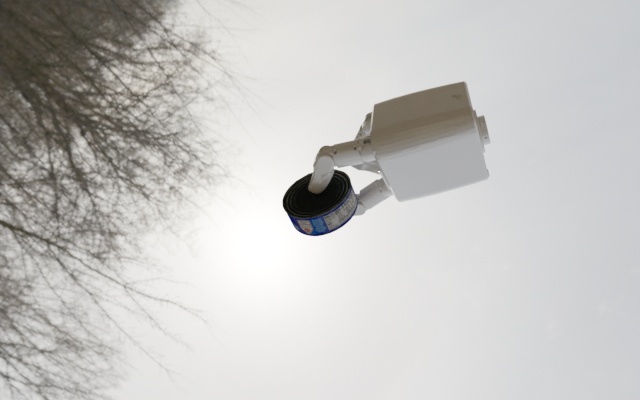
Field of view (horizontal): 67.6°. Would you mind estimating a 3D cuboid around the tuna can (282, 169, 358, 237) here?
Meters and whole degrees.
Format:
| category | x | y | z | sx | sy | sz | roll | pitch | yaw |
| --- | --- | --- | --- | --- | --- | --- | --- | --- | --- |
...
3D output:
| category | x | y | z | sx | sy | sz | roll | pitch | yaw |
| --- | --- | --- | --- | --- | --- | --- | --- | --- | --- |
| tuna can | 0.000 | 0.002 | 0.567 | 0.086 | 0.034 | 0.086 | -15 | 37 | 12 |
